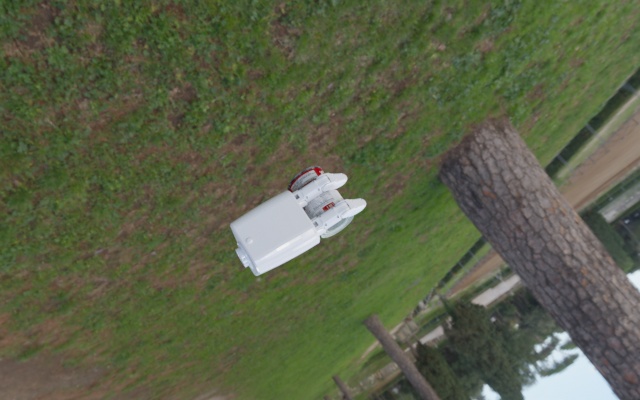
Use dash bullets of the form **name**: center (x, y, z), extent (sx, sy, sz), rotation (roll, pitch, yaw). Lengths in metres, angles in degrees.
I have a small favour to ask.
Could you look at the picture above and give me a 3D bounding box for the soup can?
- **soup can**: center (0.001, 0.003, 0.792), extent (0.068, 0.102, 0.068), rotation (-30, -21, -13)
